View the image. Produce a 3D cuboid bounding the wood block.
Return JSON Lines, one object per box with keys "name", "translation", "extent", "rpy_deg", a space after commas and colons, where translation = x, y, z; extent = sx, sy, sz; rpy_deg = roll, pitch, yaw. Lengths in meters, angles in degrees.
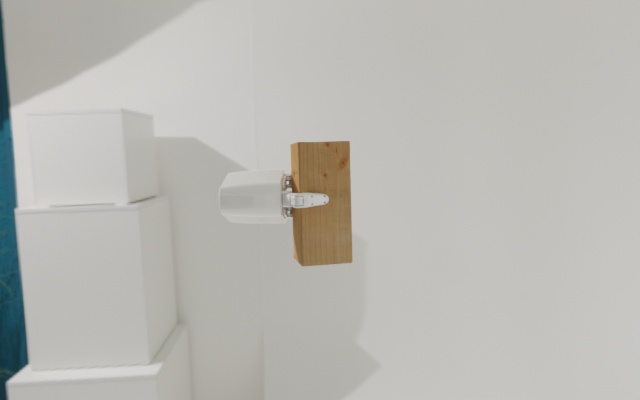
{"name": "wood block", "translation": [0.000, 0.003, 0.832], "extent": [0.090, 0.206, 0.091], "rpy_deg": [-3, 5, -12]}
